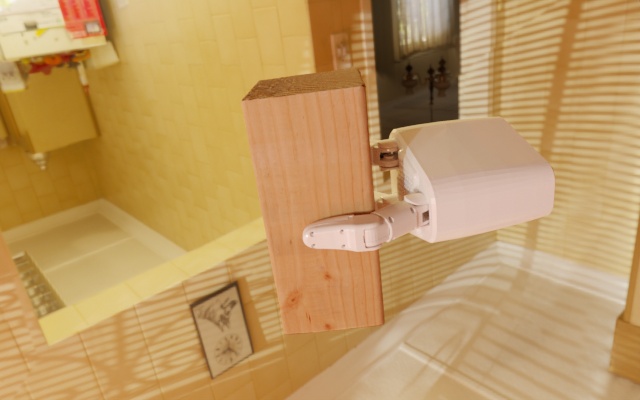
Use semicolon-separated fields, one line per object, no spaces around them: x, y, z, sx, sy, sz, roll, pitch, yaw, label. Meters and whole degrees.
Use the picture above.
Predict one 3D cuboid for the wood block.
0.000;0.002;0.413;0.090;0.206;0.090;-6;23;4;wood block
